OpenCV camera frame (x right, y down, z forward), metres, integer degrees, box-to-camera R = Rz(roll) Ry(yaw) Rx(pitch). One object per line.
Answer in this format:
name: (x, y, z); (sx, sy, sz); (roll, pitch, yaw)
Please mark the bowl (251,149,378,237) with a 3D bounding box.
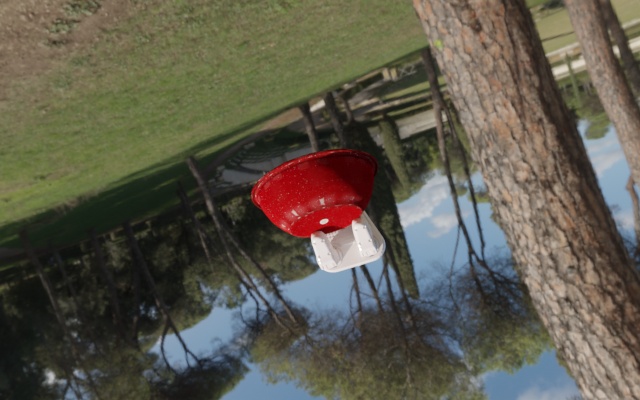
bowl: (0.000, 0.002, 0.582); (0.162, 0.055, 0.162); (-13, -23, -6)
